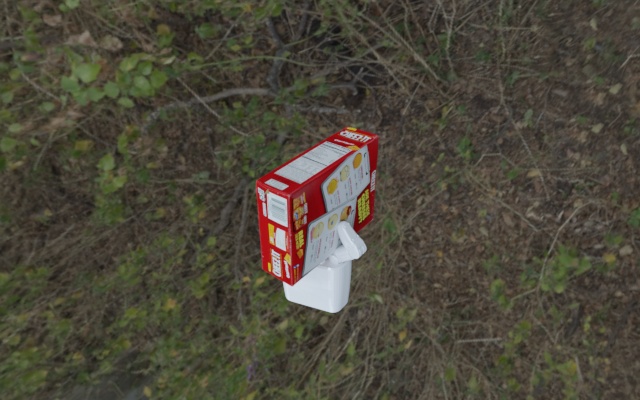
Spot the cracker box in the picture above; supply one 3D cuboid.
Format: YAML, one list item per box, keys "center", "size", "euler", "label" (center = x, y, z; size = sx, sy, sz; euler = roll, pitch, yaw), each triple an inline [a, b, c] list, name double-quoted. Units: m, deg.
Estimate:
- center: [0.000, 0.003, 0.729]
  size: [0.072, 0.164, 0.213]
  euler: [24, 41, 30]
  label: "cracker box"
